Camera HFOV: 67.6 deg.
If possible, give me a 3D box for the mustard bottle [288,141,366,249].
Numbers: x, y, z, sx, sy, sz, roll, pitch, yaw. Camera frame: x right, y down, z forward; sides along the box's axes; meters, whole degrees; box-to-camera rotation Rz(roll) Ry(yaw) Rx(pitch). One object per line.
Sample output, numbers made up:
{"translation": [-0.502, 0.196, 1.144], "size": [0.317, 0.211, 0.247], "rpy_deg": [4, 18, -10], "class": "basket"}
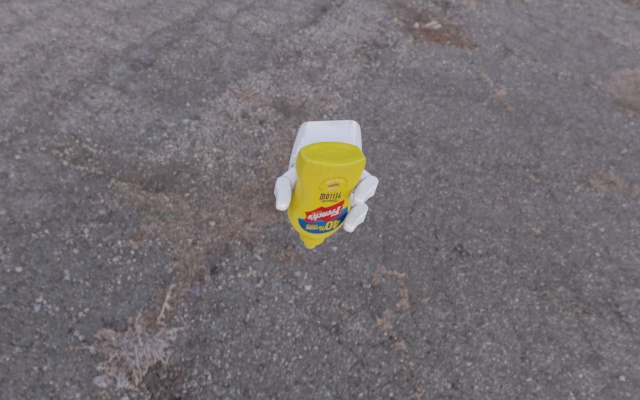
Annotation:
{"translation": [0.000, 0.002, 0.725], "size": [0.096, 0.192, 0.058], "rpy_deg": [-5, 45, -22], "class": "mustard bottle"}
